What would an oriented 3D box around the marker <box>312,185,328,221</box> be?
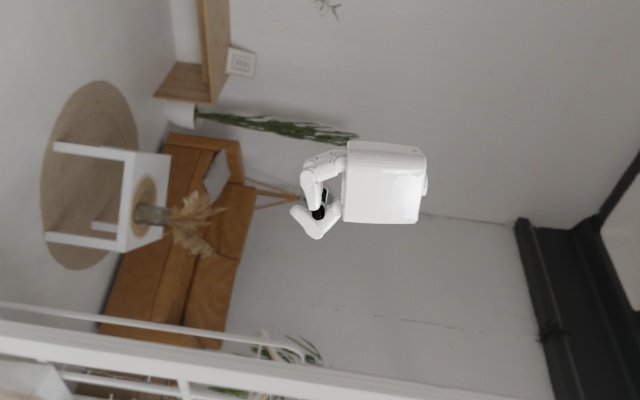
[{"bbox_3d":[0.000,0.002,0.718,0.020,0.020,0.121,0,18,3],"label":"marker"}]
